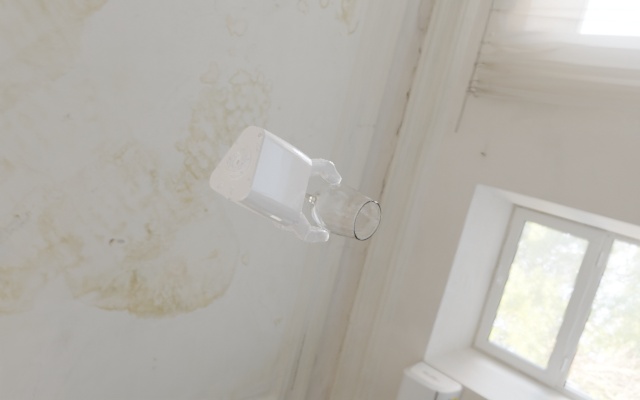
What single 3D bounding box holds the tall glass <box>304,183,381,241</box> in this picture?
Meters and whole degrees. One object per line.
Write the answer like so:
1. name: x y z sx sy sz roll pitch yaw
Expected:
1. tall glass: 0.000 0.002 0.764 0.201 0.079 0.079 22 14 41
